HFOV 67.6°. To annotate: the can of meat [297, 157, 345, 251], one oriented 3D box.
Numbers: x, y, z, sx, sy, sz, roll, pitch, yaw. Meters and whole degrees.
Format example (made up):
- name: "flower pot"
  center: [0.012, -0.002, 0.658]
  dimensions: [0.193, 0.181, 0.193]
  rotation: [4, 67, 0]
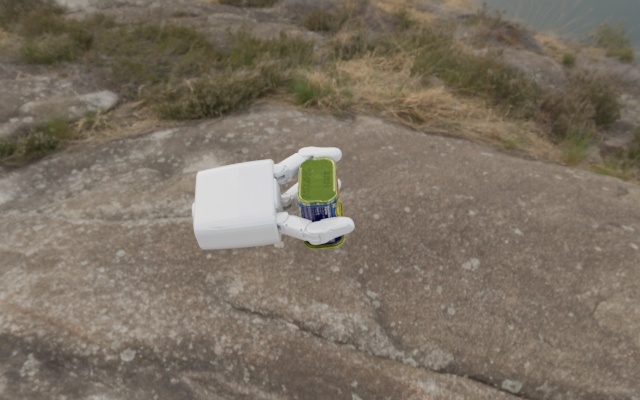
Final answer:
- name: "can of meat"
  center: [0.000, 0.002, 0.650]
  dimensions: [0.057, 0.084, 0.102]
  rotation: [-5, 40, 4]
